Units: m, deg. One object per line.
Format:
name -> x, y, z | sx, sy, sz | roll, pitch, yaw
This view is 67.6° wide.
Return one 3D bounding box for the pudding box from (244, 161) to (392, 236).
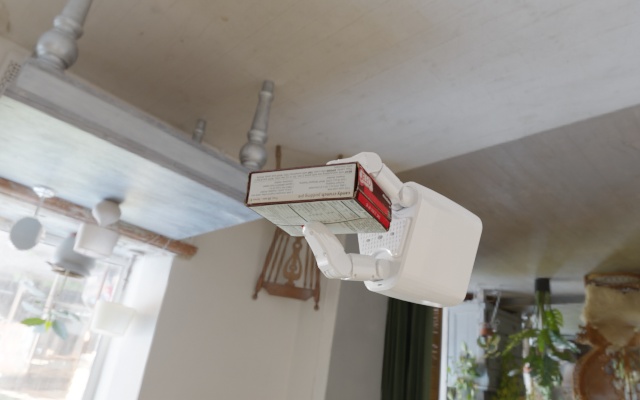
pudding box -> 0.000, 0.002, 0.447 | 0.113, 0.039, 0.090 | -5, -25, 25
